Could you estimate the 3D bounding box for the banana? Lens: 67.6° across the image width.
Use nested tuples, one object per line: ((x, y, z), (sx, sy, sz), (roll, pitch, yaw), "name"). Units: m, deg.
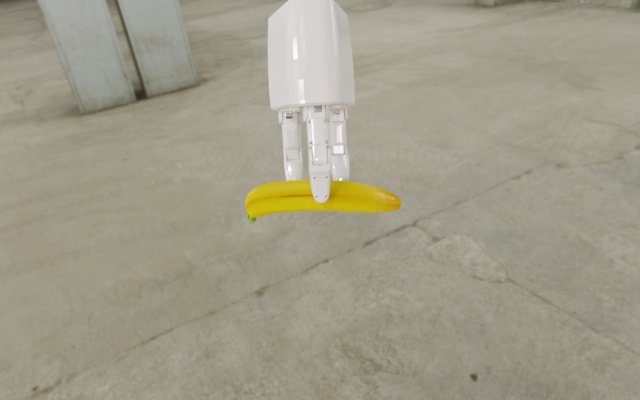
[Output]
((-0.010, -0.002, 0.550), (0.198, 0.037, 0.070), (-3, -13, 20), "banana")
